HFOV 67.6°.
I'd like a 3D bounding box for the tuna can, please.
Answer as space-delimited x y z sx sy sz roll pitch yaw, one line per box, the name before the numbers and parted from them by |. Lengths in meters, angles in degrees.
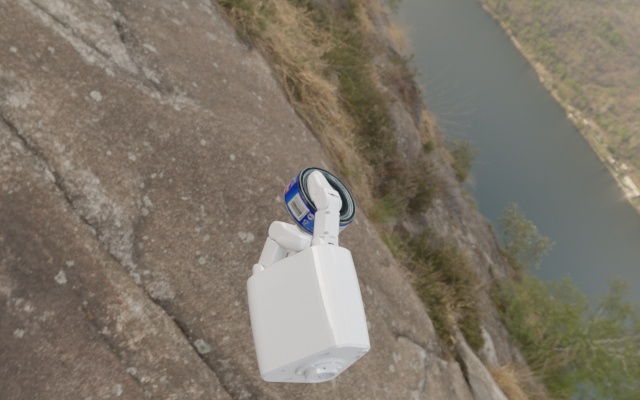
tuna can | 0.000 0.001 0.568 0.086 0.086 0.034 0 -36 -46
